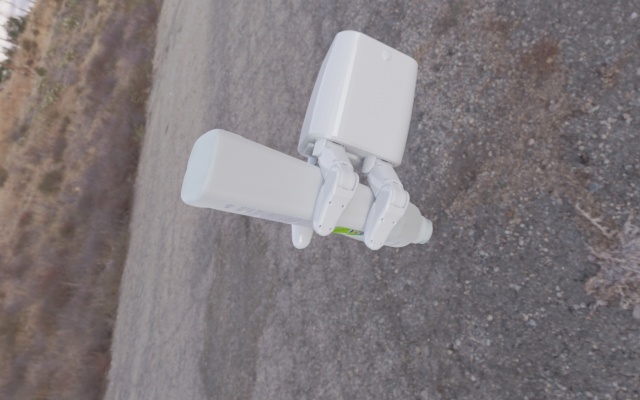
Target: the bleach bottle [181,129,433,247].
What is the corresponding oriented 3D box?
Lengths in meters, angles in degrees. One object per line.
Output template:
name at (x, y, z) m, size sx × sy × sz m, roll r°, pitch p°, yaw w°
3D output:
bleach bottle at (0.000, 0.002, 0.472) m, size 0.251 × 0.068 × 0.102 m, roll 17°, pitch -8°, yaw -26°
